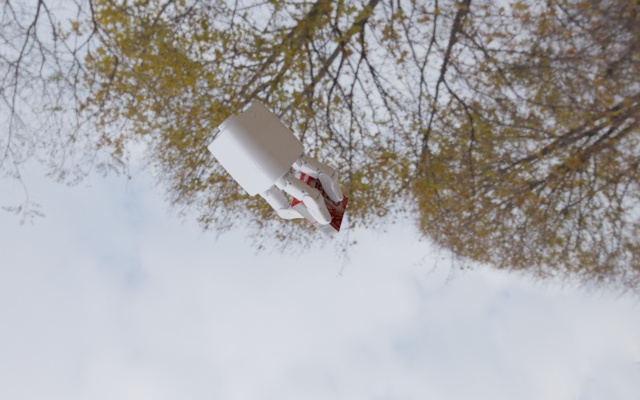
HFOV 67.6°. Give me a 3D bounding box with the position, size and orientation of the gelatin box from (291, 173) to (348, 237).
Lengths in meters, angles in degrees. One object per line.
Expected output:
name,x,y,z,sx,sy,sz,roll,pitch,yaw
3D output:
gelatin box,0.000,0.003,0.764,0.030,0.073,0.089,-26,-56,40
